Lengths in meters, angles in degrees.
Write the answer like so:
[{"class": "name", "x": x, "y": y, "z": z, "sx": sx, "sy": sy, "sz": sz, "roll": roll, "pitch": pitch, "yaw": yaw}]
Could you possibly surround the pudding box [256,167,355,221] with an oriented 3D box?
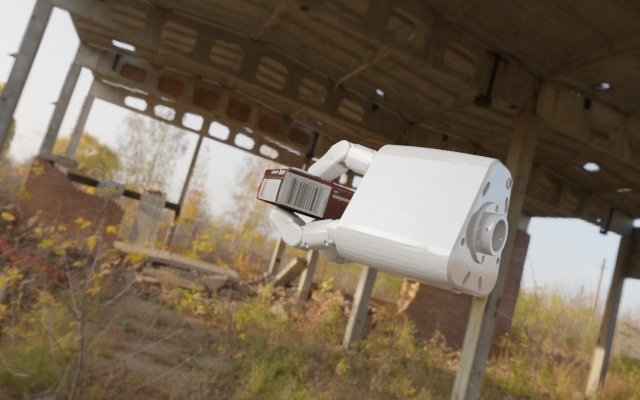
[{"class": "pudding box", "x": 0.000, "y": 0.001, "z": 0.485, "sx": 0.113, "sy": 0.039, "sz": 0.090, "roll": 21, "pitch": -5, "yaw": -19}]
